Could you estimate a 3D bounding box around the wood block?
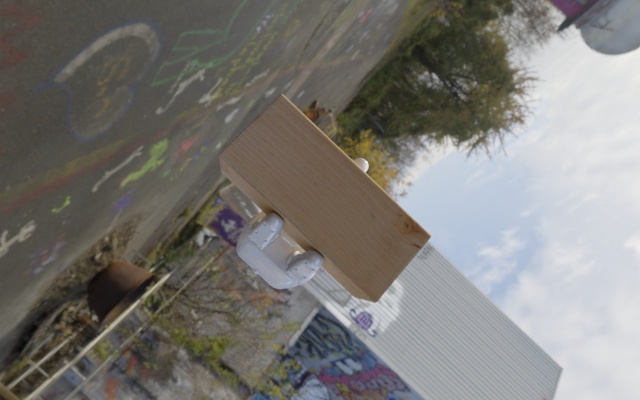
[{"bbox_3d":[0.000,0.002,0.504,0.206,0.091,0.090,43,-13,-2],"label":"wood block"}]
